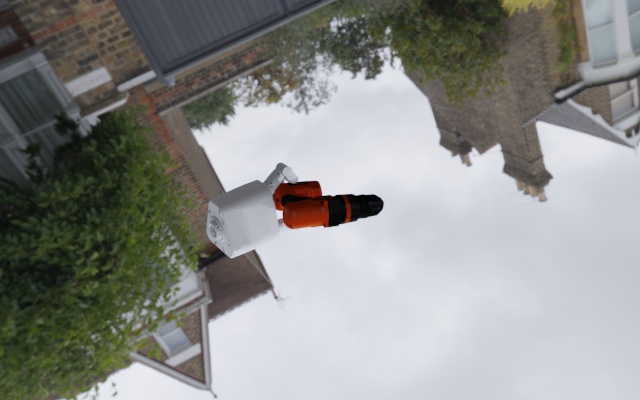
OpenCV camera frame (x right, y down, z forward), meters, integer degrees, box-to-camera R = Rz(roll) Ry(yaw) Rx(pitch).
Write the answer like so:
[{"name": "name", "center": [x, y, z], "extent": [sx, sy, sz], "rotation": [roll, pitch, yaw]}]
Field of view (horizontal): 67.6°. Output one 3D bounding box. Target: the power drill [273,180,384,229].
[{"name": "power drill", "center": [0.000, 0.003, 0.882], "extent": [0.184, 0.057, 0.187], "rotation": [-5, 11, -21]}]
